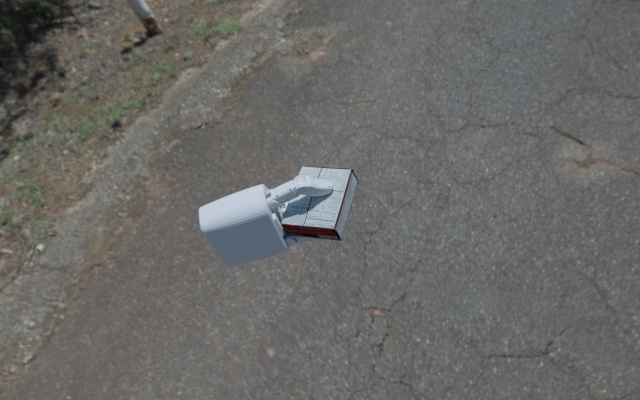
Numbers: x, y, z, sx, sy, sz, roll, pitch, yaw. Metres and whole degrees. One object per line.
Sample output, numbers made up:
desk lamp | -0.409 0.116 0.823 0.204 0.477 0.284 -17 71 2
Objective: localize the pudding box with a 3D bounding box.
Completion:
pudding box | 0.000 0.002 0.729 0.090 0.113 0.039 5 -29 22
